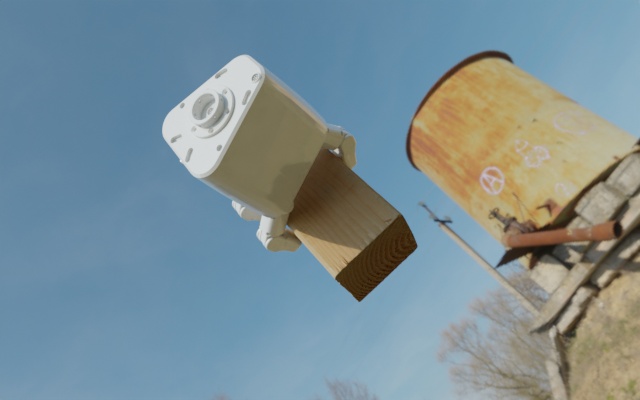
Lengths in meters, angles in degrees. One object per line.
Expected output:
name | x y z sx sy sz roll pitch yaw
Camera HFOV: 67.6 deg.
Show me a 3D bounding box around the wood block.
wood block | 0.000 0.001 0.539 0.206 0.091 0.090 45 -4 34
